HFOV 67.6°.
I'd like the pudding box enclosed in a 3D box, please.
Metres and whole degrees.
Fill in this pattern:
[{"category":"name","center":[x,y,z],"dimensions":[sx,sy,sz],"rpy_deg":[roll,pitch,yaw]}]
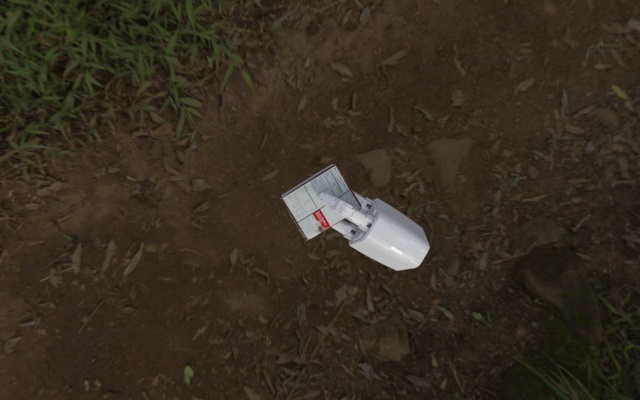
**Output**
[{"category":"pudding box","center":[0.000,0.003,0.814],"dimensions":[0.113,0.090,0.039],"rpy_deg":[-31,6,-4]}]
